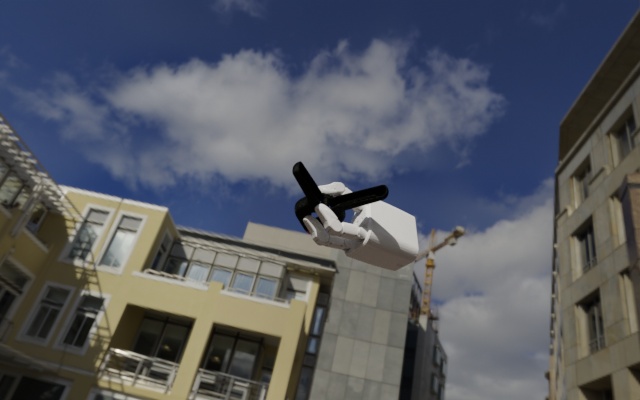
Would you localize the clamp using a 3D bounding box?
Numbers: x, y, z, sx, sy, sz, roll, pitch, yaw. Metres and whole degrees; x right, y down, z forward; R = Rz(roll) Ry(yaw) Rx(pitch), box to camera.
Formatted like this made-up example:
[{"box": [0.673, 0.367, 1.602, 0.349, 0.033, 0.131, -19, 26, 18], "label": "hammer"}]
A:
[{"box": [0.000, 0.002, 0.849, 0.164, 0.036, 0.210, 19, -31, -17], "label": "clamp"}]
